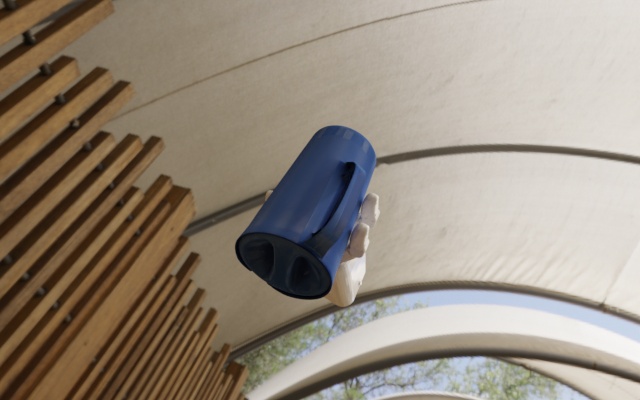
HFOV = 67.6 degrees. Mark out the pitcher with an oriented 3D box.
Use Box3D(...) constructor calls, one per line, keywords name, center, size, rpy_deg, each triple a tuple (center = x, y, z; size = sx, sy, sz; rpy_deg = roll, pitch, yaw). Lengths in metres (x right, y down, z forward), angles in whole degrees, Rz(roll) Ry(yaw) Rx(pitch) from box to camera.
Box3D(name="pitcher", center=(0.000, 0.002, 0.661), size=(0.149, 0.242, 0.145), rpy_deg=(10, -41, 21))
